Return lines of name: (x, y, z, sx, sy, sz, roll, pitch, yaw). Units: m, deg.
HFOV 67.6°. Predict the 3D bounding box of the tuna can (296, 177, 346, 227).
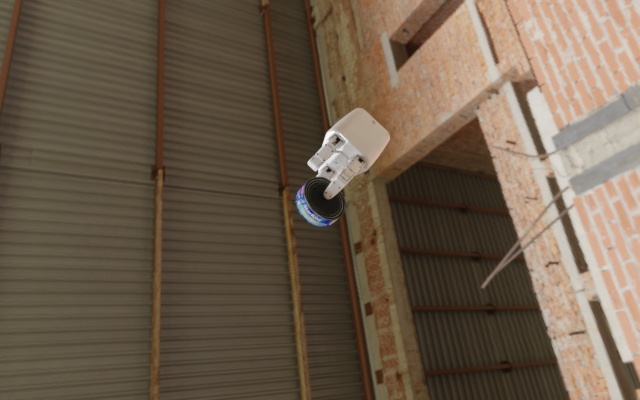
tuna can: (0.000, 0.003, 0.838, 0.086, 0.086, 0.034, 0, -29, -37)
